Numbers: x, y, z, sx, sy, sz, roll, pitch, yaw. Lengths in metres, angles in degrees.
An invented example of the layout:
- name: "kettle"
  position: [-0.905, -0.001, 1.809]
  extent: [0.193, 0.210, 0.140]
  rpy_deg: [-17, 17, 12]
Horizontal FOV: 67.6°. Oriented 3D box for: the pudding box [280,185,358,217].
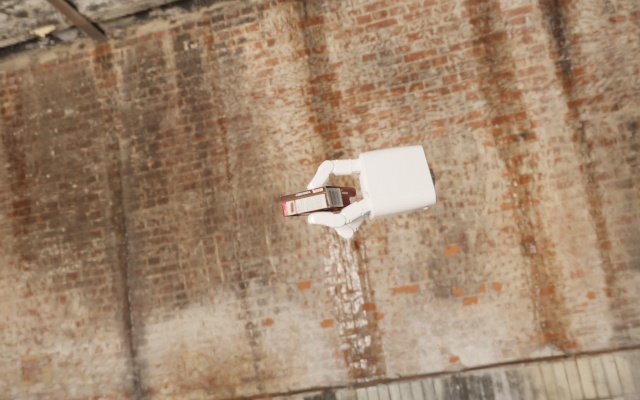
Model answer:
- name: "pudding box"
  position: [0.000, 0.002, 0.799]
  extent: [0.090, 0.039, 0.113]
  rpy_deg: [-13, -9, 28]
